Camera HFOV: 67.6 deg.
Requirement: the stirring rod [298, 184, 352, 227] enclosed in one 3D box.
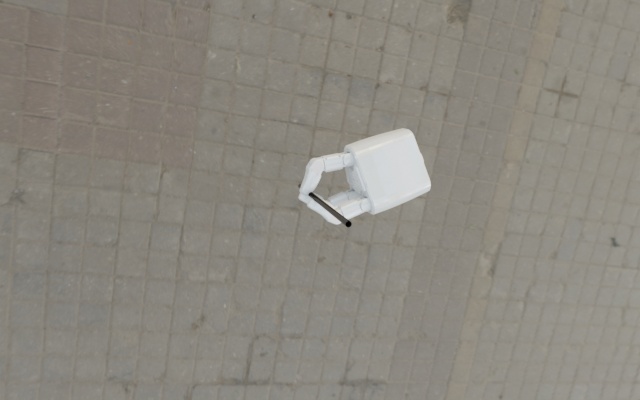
[{"bbox_3d":[0.000,0.002,0.689,0.011,0.011,0.239,0,13,-17],"label":"stirring rod"}]
